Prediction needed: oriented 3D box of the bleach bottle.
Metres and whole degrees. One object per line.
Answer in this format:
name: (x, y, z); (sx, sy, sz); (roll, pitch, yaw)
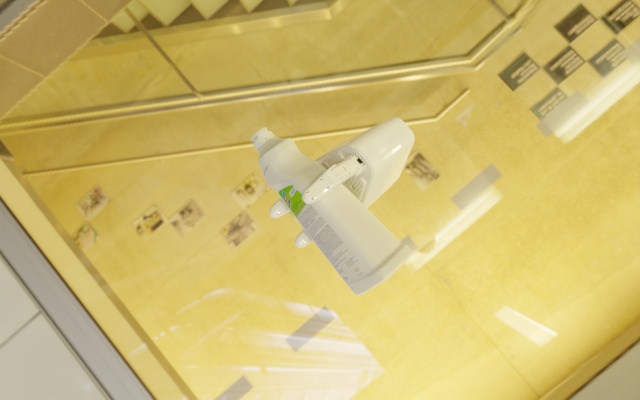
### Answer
bleach bottle: (0.000, 0.002, 0.622); (0.068, 0.251, 0.103); (-36, -7, -33)
